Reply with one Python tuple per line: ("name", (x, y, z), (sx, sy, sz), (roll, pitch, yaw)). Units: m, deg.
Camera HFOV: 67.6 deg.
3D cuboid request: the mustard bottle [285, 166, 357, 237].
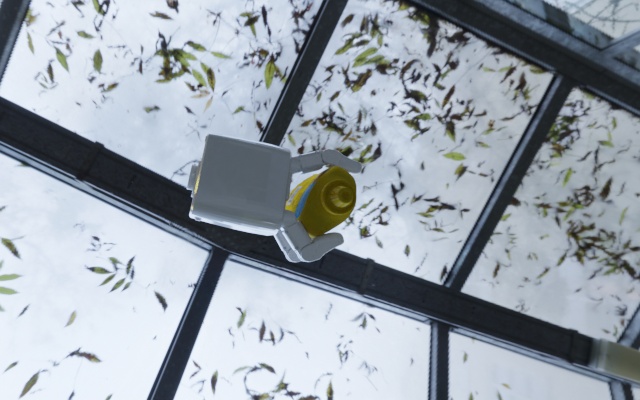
("mustard bottle", (0.000, 0.002, 0.619), (0.058, 0.096, 0.191), (37, -14, -10))
